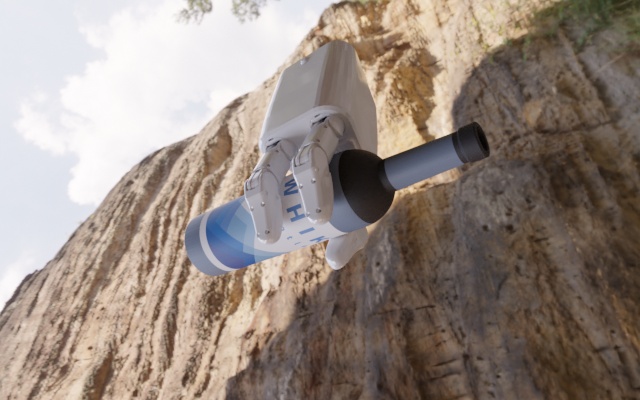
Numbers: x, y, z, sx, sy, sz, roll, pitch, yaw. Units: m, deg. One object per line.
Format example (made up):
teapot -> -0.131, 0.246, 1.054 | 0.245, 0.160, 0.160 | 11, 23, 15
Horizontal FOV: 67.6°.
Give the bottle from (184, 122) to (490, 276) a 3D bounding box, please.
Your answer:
bottle -> 0.000, 0.002, 0.419 | 0.296, 0.069, 0.069 | -21, -12, 33
